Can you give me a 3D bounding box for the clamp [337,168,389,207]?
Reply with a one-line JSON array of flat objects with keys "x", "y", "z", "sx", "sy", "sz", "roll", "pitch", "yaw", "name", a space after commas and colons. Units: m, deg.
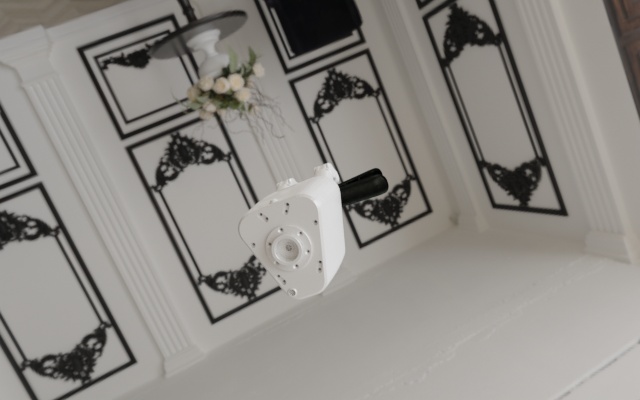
[{"x": 0.000, "y": 0.003, "z": 0.669, "sx": 0.210, "sy": 0.036, "sz": 0.164, "roll": -21, "pitch": 4, "yaw": 14, "name": "clamp"}]
